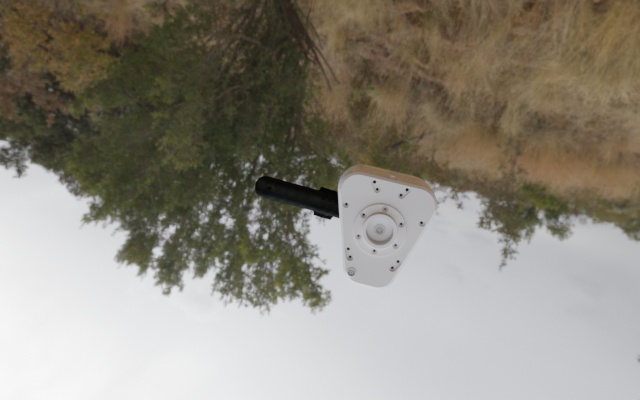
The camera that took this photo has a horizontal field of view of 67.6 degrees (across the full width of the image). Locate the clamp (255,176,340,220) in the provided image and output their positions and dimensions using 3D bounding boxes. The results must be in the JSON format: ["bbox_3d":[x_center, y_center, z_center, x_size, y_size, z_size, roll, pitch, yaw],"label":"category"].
[{"bbox_3d":[0.000,0.003,0.572,0.171,0.039,0.120,14,7,5],"label":"clamp"}]
